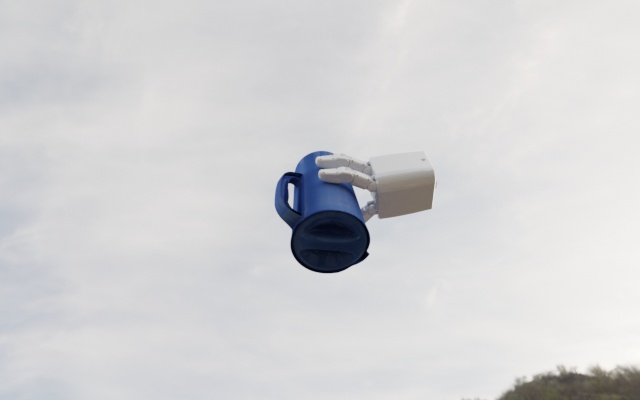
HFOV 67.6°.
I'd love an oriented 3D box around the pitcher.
[{"bbox_3d":[0.000,0.003,0.876,0.145,0.149,0.242,-11,34,2],"label":"pitcher"}]
